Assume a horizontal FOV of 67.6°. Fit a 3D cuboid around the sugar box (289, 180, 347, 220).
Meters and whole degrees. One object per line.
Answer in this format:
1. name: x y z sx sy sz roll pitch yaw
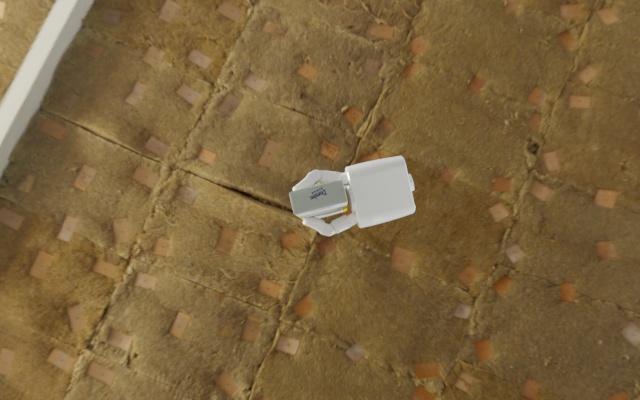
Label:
1. sugar box: 0.000 0.002 0.867 0.093 0.048 0.176 -14 -9 1
